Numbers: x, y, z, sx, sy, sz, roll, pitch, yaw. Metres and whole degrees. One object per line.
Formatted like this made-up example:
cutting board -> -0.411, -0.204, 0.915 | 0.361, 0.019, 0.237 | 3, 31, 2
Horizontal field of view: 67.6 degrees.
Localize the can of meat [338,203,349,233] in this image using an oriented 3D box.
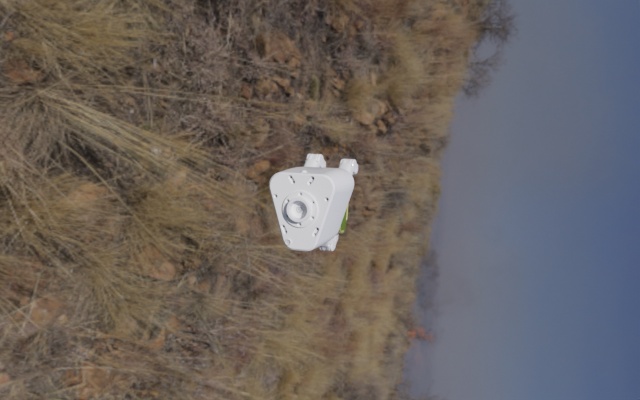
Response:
can of meat -> 0.000, 0.003, 0.783 | 0.084, 0.102, 0.057 | 4, 3, 16
